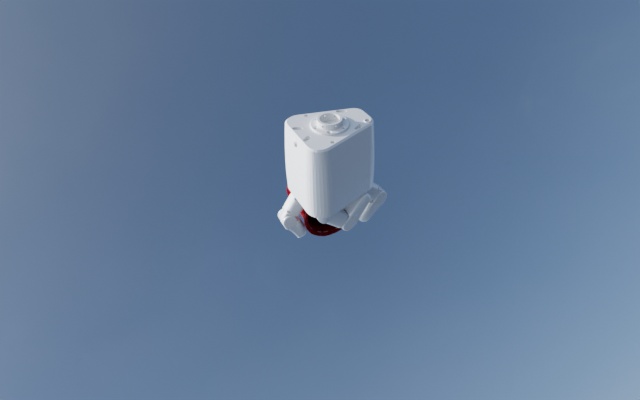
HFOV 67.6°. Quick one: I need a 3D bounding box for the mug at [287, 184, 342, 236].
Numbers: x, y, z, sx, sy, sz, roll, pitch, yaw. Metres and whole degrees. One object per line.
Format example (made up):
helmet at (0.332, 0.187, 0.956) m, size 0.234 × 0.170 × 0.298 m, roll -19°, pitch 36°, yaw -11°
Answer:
mug at (0.000, 0.003, 0.736) m, size 0.093 × 0.117 × 0.081 m, roll -19°, pitch 44°, yaw -20°
